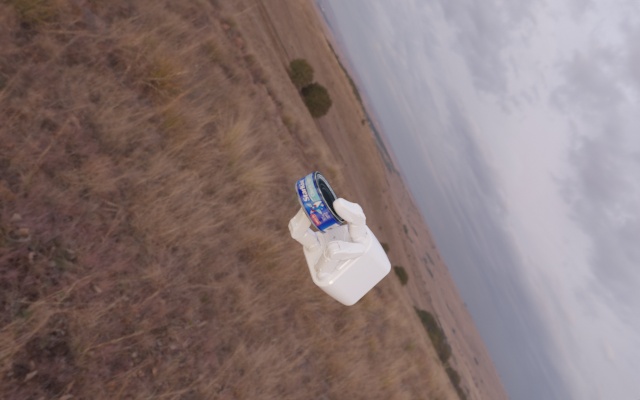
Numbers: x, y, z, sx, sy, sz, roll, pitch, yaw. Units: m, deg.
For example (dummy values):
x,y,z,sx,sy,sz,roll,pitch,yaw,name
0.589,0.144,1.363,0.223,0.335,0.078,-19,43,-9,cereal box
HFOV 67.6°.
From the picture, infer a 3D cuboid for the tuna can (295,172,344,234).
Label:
x,y,z,sx,sy,sz,roll,pitch,yaw,name
0.001,0.002,0.683,0.034,0.086,0.086,-28,-7,14,tuna can
